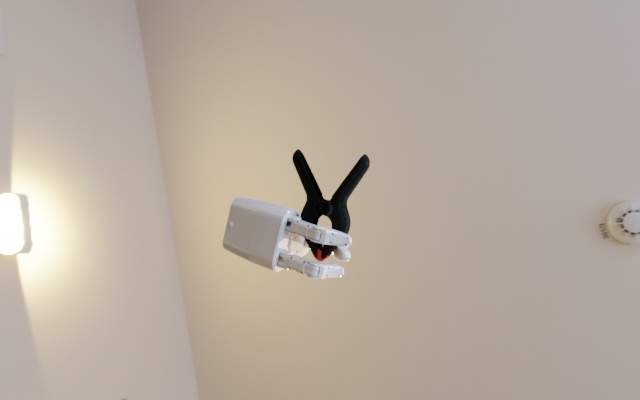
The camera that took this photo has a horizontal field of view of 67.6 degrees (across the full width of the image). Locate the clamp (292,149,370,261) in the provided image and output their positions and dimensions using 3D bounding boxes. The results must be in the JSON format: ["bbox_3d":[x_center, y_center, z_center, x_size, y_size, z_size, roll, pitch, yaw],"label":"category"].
[{"bbox_3d":[0.000,0.003,0.725,0.120,0.171,0.039,16,5,25],"label":"clamp"}]
